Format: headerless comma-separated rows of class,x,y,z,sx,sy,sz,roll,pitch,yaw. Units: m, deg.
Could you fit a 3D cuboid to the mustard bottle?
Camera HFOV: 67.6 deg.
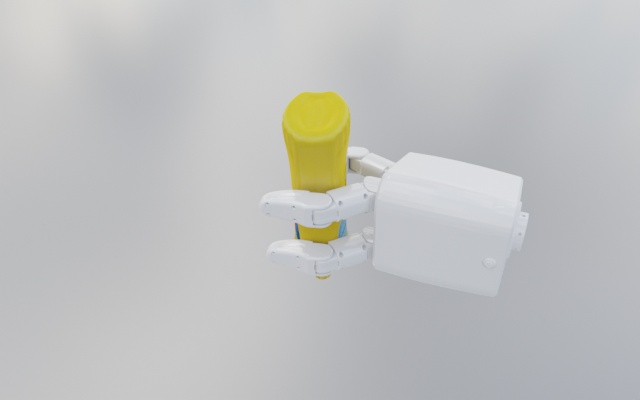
mustard bottle,0.000,0.001,0.455,0.058,0.192,0.096,-2,36,1
